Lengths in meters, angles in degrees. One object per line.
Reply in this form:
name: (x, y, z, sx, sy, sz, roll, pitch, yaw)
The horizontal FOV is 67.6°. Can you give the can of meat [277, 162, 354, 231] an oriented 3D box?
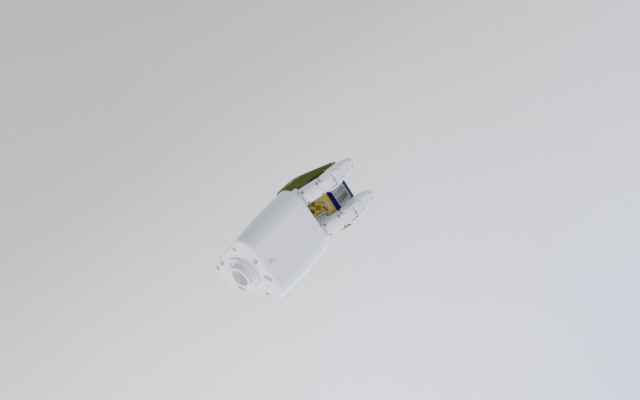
can of meat: (0.000, 0.003, 0.695, 0.102, 0.084, 0.057, -19, 20, 43)
